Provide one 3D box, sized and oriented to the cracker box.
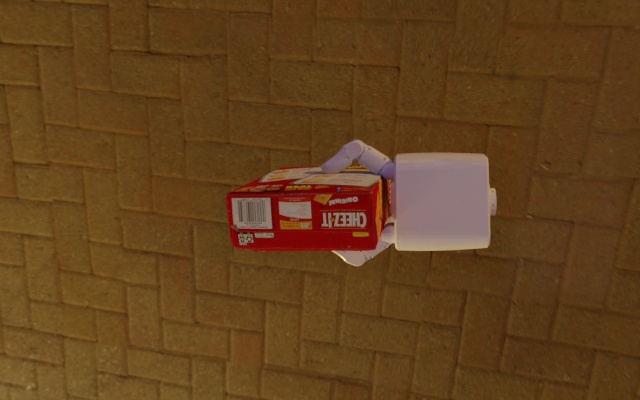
[{"bbox_3d":[0.000,0.002,0.602,0.164,0.072,0.213,-1,11,13],"label":"cracker box"}]
